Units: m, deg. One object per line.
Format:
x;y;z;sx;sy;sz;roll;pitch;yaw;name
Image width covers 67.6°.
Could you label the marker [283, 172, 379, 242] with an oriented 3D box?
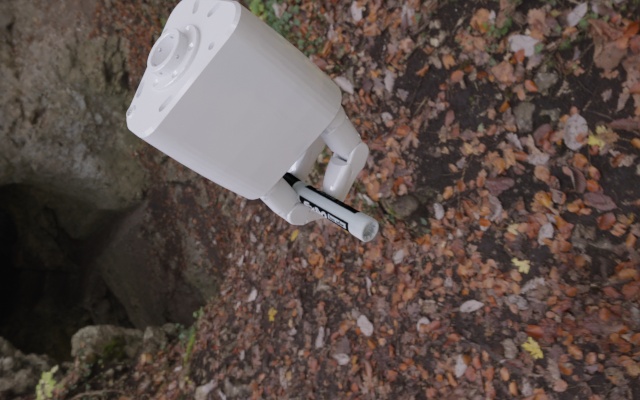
0.000;0.001;0.401;0.020;0.020;0.121;0;21;-42;marker
